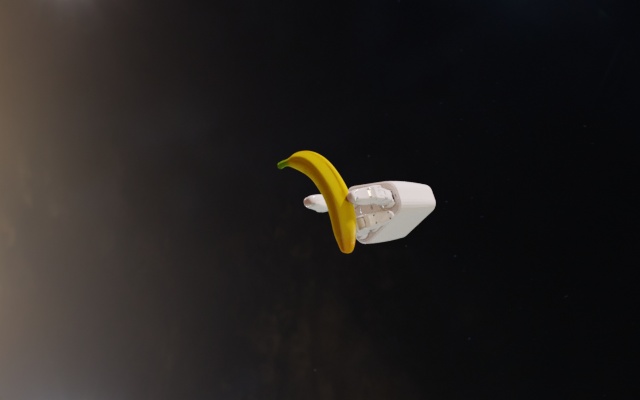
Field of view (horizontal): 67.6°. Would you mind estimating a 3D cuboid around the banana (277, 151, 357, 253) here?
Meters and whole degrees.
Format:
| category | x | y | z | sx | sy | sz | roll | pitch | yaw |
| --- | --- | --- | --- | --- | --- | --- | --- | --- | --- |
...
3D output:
| category | x | y | z | sx | sy | sz | roll | pitch | yaw |
| --- | --- | --- | --- | --- | --- | --- | --- | --- | --- |
| banana | 0.007 | -0.014 | 0.710 | 0.037 | 0.070 | 0.197 | 0 | 43 | -45 |
